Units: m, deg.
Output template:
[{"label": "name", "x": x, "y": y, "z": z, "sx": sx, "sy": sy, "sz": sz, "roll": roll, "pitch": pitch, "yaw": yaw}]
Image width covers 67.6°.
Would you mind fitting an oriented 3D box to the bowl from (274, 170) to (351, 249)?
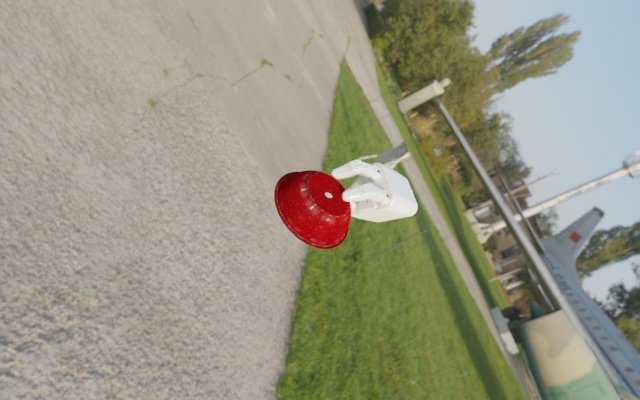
[{"label": "bowl", "x": -0.001, "y": 0.003, "z": 0.845, "sx": 0.162, "sy": 0.162, "sz": 0.055, "roll": 0, "pitch": -31, "yaw": -41}]
